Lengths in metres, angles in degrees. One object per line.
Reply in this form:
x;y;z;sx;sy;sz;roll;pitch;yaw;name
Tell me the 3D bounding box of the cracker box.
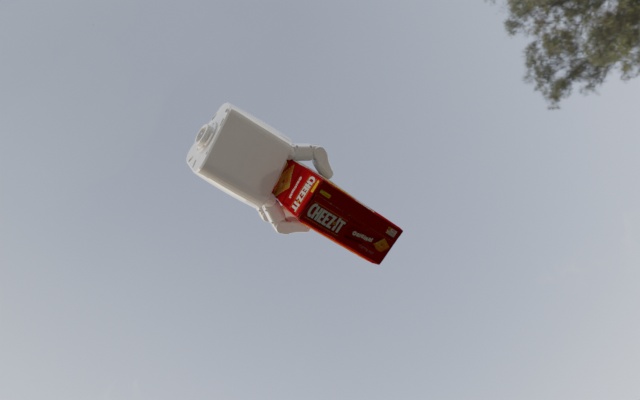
0.000;0.002;0.739;0.164;0.072;0.213;31;4;-31;cracker box
